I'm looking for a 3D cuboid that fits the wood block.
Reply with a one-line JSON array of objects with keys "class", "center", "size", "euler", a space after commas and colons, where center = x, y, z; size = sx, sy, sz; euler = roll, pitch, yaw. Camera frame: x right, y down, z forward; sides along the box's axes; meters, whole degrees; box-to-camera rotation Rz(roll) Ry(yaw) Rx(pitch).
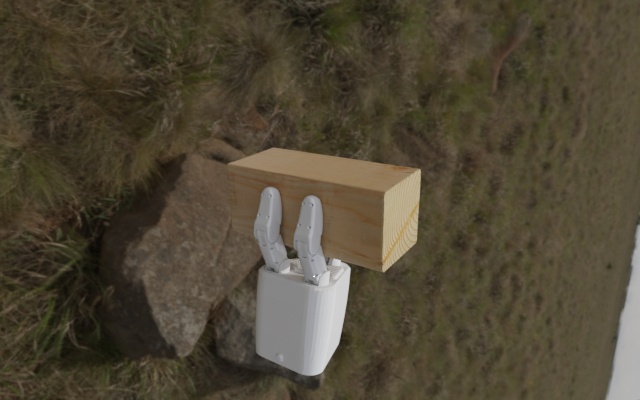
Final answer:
[{"class": "wood block", "center": [0.000, 0.002, 0.553], "size": [0.206, 0.090, 0.091], "euler": [12, 24, 32]}]
